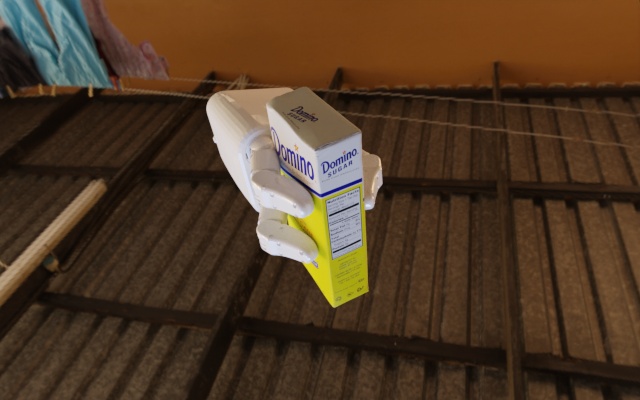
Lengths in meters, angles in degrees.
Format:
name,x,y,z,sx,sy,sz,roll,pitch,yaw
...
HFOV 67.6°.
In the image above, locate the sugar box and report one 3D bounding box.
name,x,y,z,sx,sy,sz,roll,pitch,yaw
sugar box,0.000,0.002,0.417,0.048,0.176,0.093,-25,42,-16
